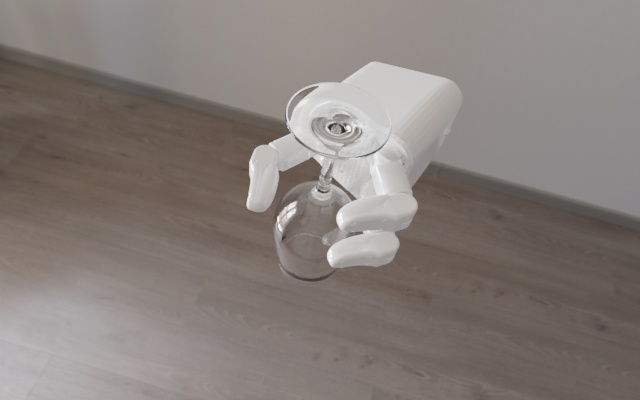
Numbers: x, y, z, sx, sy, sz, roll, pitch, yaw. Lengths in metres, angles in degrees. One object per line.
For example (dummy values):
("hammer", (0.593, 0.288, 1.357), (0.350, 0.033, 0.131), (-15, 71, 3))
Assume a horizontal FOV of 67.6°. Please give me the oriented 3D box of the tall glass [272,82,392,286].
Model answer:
("tall glass", (0.000, 0.001, 0.407), (0.079, 0.079, 0.201), (0, -36, -9))
